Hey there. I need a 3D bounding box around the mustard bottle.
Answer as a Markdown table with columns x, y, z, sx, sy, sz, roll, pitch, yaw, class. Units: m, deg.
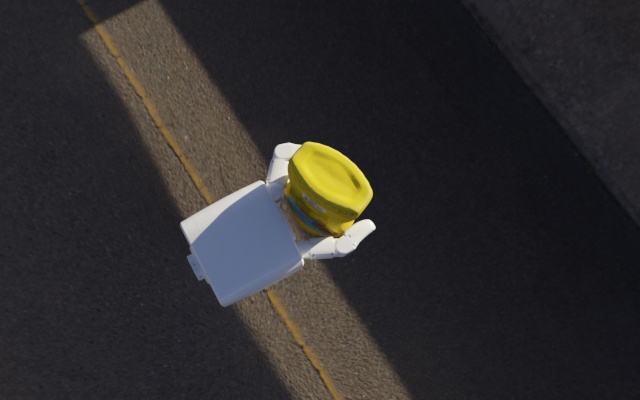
| x | y | z | sx | sy | sz | roll | pitch | yaw | class |
| --- | --- | --- | --- | --- | --- | --- | --- | --- | --- |
| 0.000 | 0.002 | 0.590 | 0.096 | 0.058 | 0.192 | 36 | -18 | 4 | mustard bottle |
